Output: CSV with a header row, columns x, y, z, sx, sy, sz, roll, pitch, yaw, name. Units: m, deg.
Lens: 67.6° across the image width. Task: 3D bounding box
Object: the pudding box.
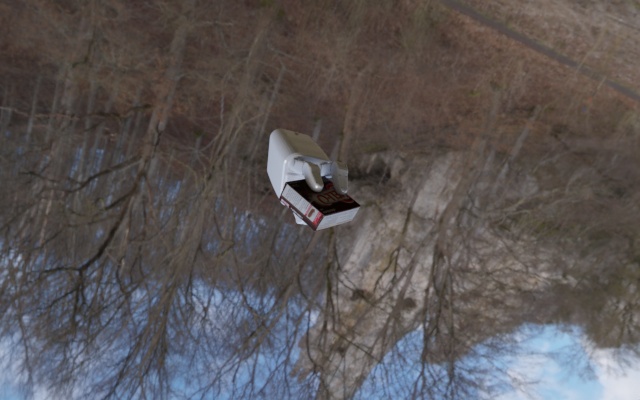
x,y,z,sx,sy,sz,roll,pitch,yaw,name
0.000,0.003,0.786,0.090,0.039,0.113,39,30,24,pudding box
